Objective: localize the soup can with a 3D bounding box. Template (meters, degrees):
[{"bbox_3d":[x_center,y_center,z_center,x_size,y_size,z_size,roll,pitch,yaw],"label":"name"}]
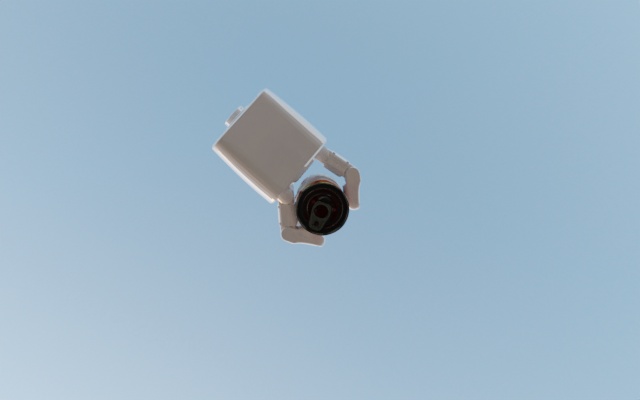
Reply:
[{"bbox_3d":[0.001,0.002,0.645,0.068,0.068,0.102,0,10,-3],"label":"soup can"}]
